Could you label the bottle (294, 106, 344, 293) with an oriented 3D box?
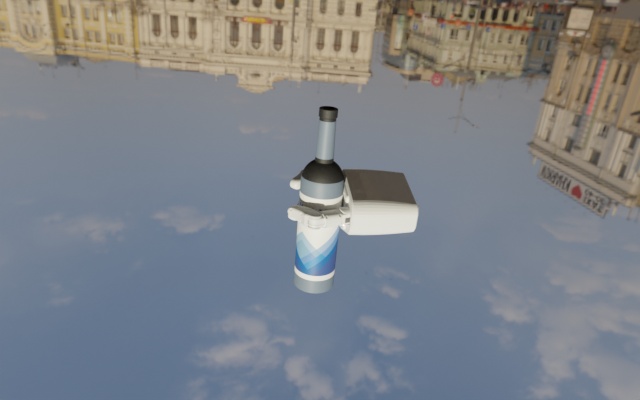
[{"bbox_3d":[0.000,0.003,0.740,0.069,0.296,0.069,4,24,-2],"label":"bottle"}]
